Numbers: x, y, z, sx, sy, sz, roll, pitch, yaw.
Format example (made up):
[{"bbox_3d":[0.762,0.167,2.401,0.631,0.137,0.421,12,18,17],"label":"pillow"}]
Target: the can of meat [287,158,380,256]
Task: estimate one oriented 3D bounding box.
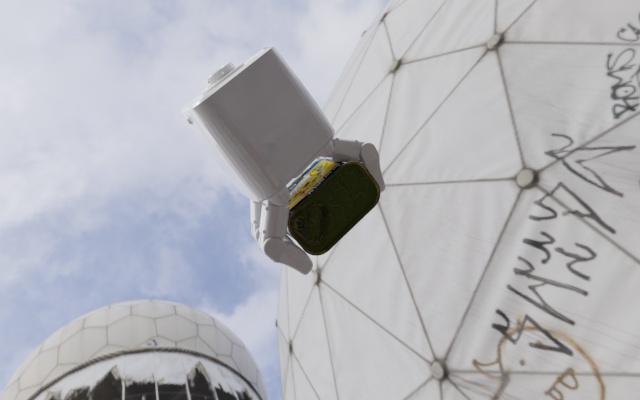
[{"bbox_3d":[0.000,0.002,0.511,0.102,0.057,0.084,-43,22,-10],"label":"can of meat"}]
